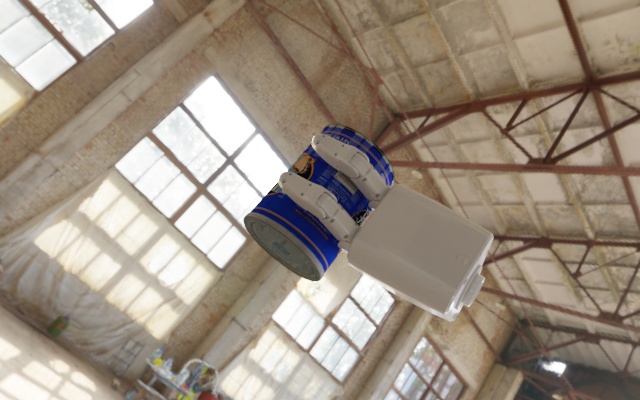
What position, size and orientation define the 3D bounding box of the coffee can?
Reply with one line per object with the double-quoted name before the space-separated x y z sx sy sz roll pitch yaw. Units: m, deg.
"coffee can" 0.000 0.002 0.520 0.103 0.140 0.103 33 -22 16
